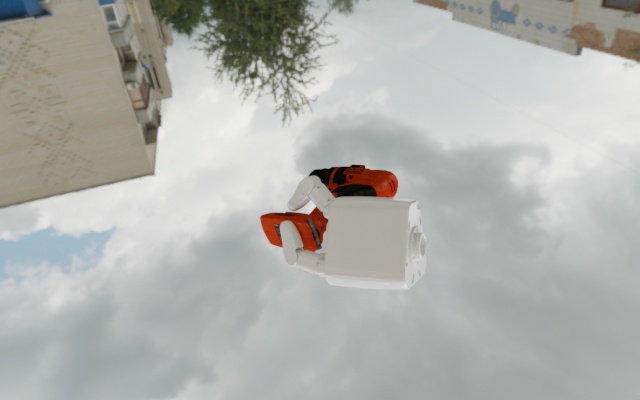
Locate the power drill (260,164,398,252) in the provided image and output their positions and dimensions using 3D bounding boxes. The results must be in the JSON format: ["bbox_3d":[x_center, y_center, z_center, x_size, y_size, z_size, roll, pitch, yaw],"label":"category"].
[{"bbox_3d":[0.000,0.003,0.735,0.184,0.057,0.187,5,34,48],"label":"power drill"}]
